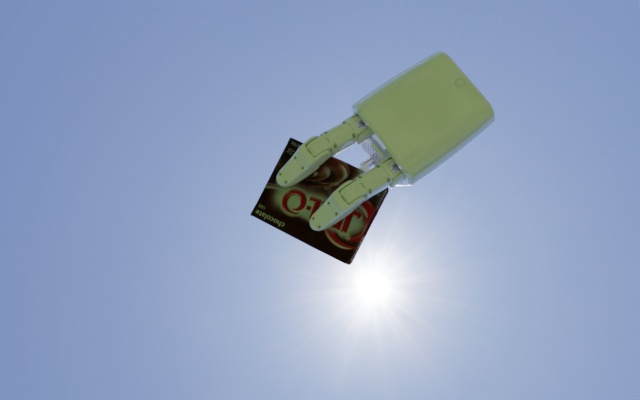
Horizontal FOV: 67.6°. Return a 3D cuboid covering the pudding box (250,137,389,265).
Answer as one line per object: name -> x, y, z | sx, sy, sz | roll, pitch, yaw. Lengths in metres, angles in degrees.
pudding box -> 0.000, 0.002, 0.485 | 0.113, 0.090, 0.039 | 26, -6, 12
